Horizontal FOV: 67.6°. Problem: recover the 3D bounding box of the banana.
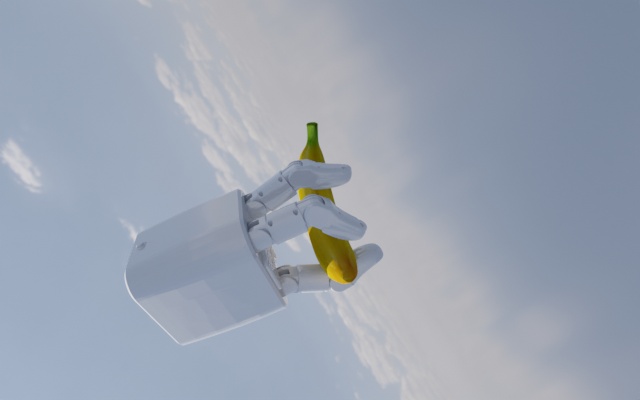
[{"bbox_3d":[0.001,0.011,0.473,0.037,0.197,0.070,-12,-40,-4],"label":"banana"}]
